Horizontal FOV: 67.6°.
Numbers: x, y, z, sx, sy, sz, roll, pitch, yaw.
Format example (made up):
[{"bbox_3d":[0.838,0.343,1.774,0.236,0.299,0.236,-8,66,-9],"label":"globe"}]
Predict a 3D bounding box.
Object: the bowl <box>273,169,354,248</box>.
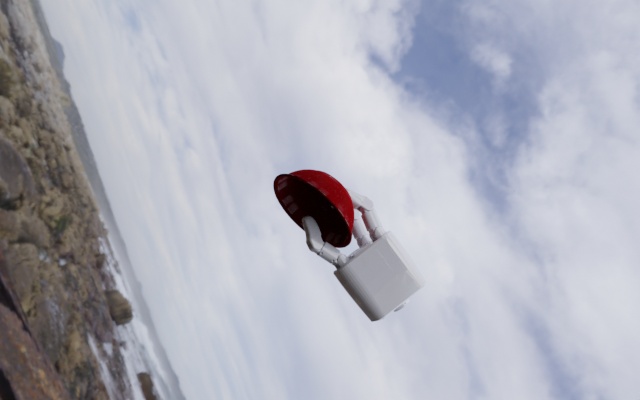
[{"bbox_3d":[0.000,0.001,0.783,0.055,0.162,0.162,-48,25,-26],"label":"bowl"}]
